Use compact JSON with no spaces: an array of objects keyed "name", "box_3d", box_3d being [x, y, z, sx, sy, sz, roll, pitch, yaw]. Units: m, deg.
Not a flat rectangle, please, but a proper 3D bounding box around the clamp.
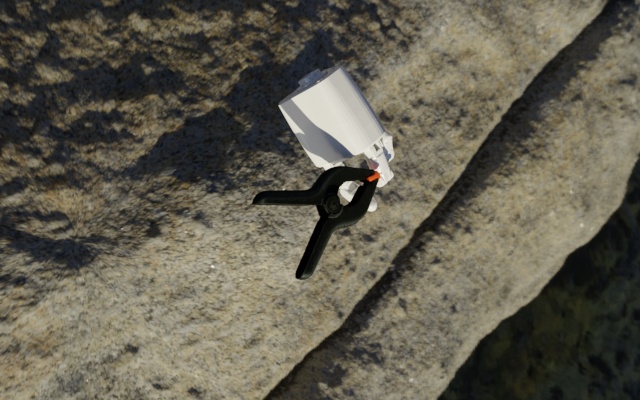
[{"name":"clamp","box_3d":[0.001,0.002,0.598,0.171,0.120,0.039,-44,23,-23]}]
